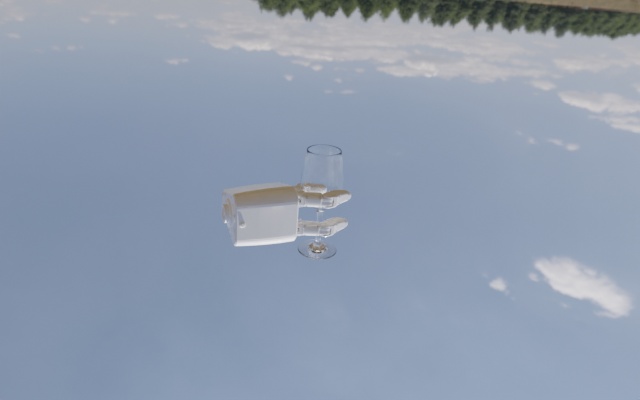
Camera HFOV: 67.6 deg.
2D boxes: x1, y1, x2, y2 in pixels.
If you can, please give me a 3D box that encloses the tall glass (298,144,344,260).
[{"bbox_3d":[0.000,0.003,0.870,0.079,0.201,0.079,4,24,-2],"label":"tall glass"}]
